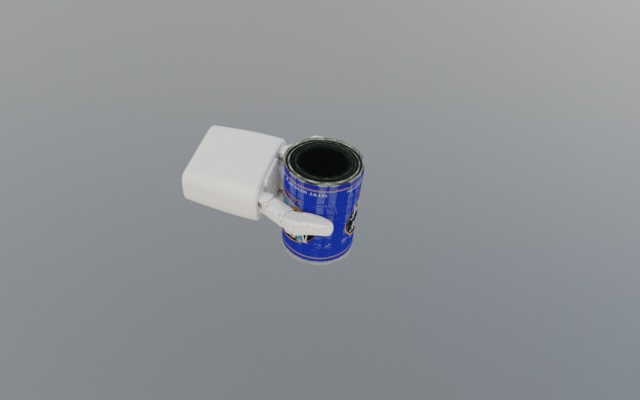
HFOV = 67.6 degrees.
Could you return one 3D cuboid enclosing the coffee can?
[{"bbox_3d":[0.000,0.002,0.639,0.103,0.140,0.102,3,40,-3],"label":"coffee can"}]
